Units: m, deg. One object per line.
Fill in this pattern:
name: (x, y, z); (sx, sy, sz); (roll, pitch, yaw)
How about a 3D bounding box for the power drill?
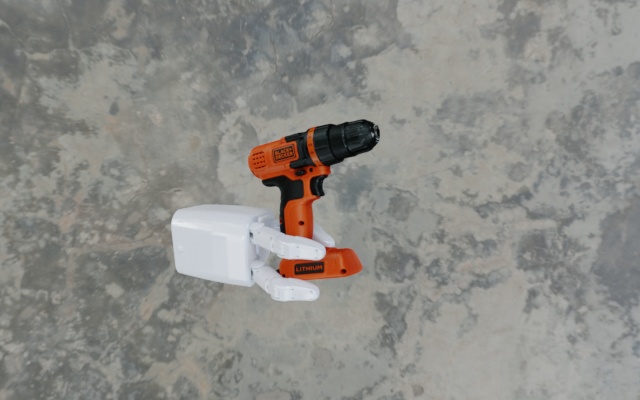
power drill: (0.000, 0.002, 0.598); (0.184, 0.187, 0.057); (-11, -4, 31)
